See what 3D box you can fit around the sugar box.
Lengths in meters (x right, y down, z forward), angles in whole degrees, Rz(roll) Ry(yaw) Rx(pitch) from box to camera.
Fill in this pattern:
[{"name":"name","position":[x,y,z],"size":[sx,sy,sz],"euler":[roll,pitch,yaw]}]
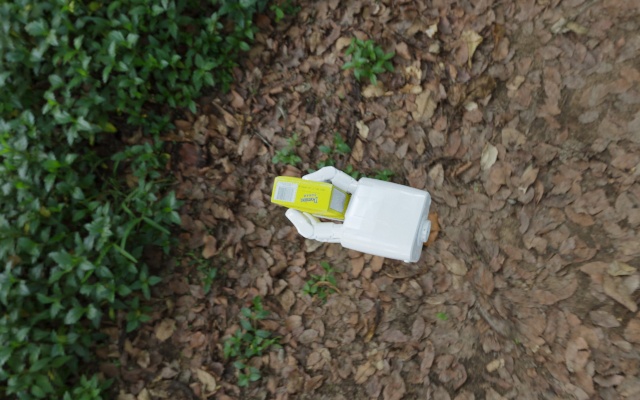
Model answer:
[{"name":"sugar box","position":[0.000,0.003,0.767],"size":[0.093,0.048,0.176],"euler":[10,-7,21]}]
